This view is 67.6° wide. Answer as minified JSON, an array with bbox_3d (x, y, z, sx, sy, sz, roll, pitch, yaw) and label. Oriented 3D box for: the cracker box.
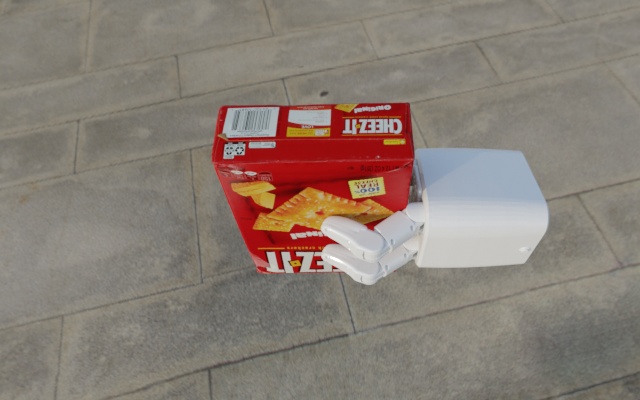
[{"bbox_3d":[0.000,0.001,0.473,0.164,0.072,0.214,0,-33,4],"label":"cracker box"}]
